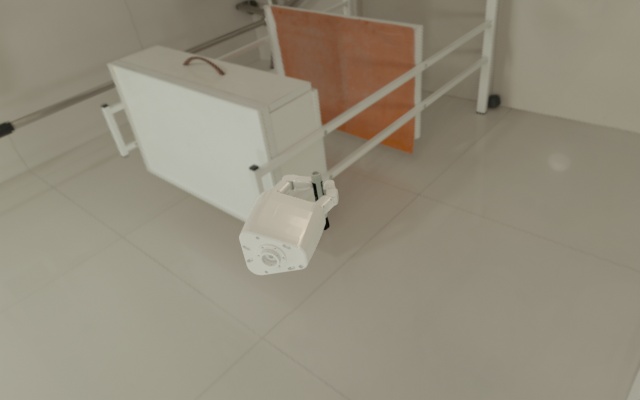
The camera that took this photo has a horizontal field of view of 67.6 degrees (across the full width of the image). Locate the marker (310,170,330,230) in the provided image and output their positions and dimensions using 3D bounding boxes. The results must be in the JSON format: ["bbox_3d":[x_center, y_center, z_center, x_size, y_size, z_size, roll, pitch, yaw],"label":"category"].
[{"bbox_3d":[0.000,0.003,0.835,0.020,0.121,0.020,-6,35,4],"label":"marker"}]
